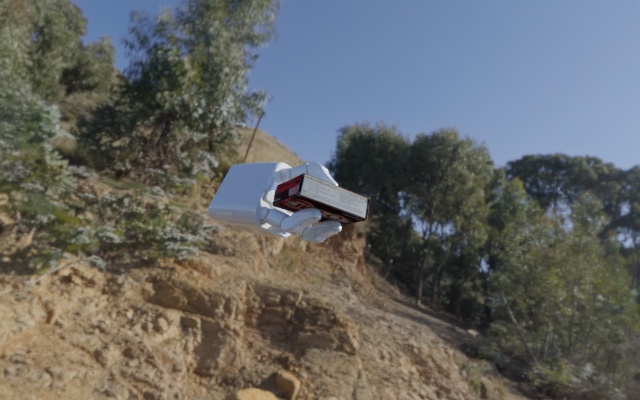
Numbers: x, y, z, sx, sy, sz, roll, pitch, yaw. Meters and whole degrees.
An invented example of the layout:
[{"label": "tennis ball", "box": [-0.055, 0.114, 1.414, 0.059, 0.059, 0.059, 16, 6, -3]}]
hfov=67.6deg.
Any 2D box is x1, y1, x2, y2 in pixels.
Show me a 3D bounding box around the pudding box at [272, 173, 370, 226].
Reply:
[{"label": "pudding box", "box": [0.000, 0.002, 0.684, 0.113, 0.039, 0.090, 18, -16, -25]}]
